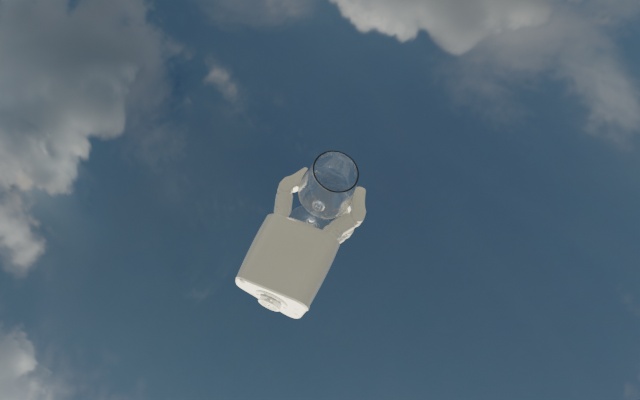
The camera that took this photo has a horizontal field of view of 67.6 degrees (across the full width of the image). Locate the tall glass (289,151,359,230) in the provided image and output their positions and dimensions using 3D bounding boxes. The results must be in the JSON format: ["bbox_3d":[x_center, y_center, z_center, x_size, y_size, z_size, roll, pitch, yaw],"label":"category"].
[{"bbox_3d":[0.000,0.002,0.705,0.079,0.079,0.201,0,-24,-13],"label":"tall glass"}]
